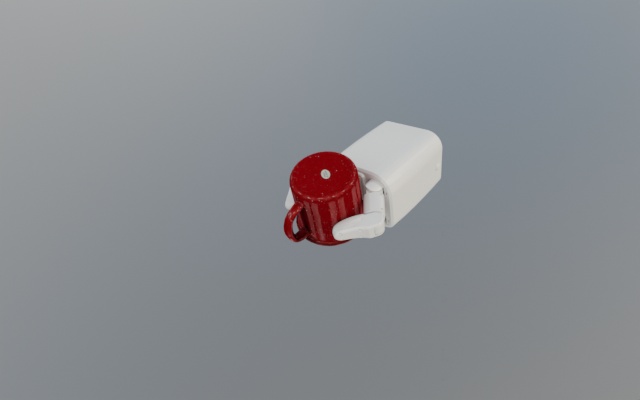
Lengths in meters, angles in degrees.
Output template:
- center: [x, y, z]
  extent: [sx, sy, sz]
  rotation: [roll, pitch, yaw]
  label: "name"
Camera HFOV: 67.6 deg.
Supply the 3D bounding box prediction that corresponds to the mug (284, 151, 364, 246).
- center: [-0.001, 0.003, 0.576]
  extent: [0.117, 0.082, 0.093]
  rotation: [-39, 54, -21]
  label: "mug"
